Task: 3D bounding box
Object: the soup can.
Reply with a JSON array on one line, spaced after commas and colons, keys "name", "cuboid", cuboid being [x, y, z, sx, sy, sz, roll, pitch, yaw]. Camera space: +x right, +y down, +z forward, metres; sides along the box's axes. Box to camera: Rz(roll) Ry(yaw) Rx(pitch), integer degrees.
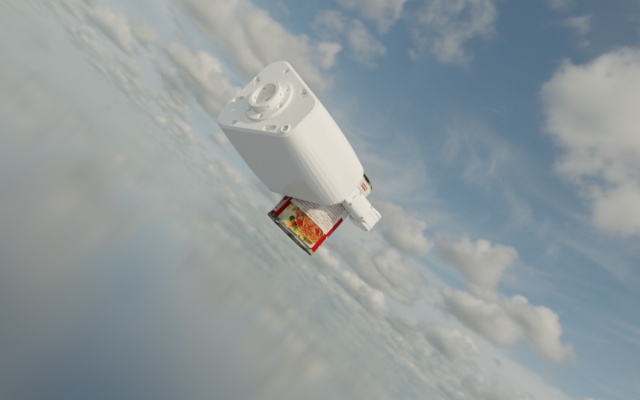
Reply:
[{"name": "soup can", "cuboid": [0.001, 0.002, 0.533, 0.068, 0.102, 0.068, 42, -9, 8]}]
